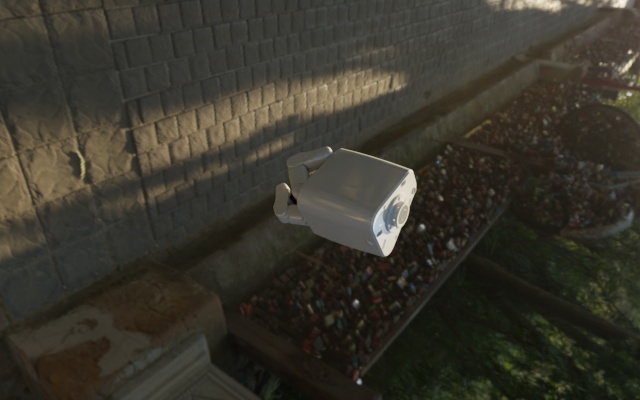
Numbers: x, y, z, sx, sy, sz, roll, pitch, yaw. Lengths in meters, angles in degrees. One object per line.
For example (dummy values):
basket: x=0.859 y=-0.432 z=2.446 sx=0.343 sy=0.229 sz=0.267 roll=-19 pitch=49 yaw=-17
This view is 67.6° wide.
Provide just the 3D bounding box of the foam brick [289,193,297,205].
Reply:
foam brick: x=0.000 y=0.002 z=0.683 sx=0.051 sy=0.053 sz=0.078 roll=17 pitch=-25 yaw=30
